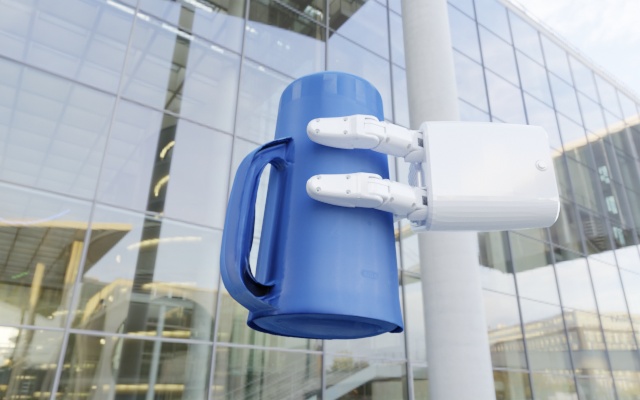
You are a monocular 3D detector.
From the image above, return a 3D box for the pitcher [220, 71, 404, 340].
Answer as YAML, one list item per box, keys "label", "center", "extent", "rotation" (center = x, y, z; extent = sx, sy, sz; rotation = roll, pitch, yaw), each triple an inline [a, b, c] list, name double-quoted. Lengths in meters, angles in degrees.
- label: "pitcher"
  center: [0.000, 0.001, 0.443]
  extent: [0.145, 0.242, 0.149]
  rotation: [1, -24, 2]
